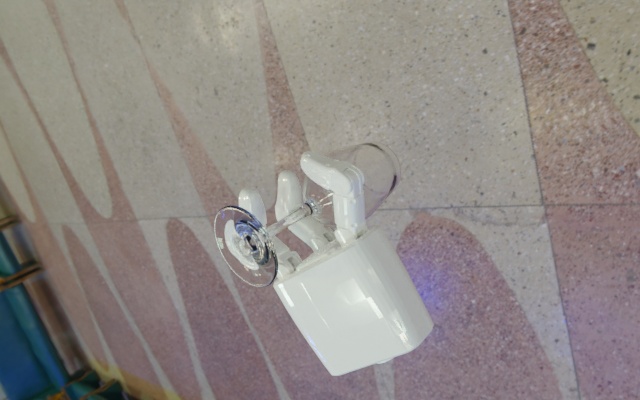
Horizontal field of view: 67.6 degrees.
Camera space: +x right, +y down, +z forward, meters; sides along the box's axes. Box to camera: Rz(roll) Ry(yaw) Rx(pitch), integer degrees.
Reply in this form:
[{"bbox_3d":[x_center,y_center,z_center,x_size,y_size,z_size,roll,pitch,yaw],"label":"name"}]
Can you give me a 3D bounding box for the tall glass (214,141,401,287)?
[{"bbox_3d":[0.000,0.002,0.458,0.079,0.079,0.201,0,22,43],"label":"tall glass"}]
